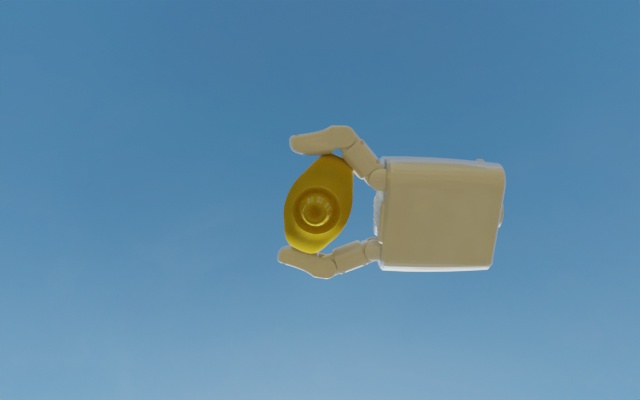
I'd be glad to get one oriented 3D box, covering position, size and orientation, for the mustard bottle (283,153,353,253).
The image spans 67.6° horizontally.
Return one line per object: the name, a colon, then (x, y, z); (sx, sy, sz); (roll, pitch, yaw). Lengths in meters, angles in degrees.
mustard bottle: (0.000, 0.001, 0.468); (0.058, 0.096, 0.191); (25, 6, -1)
